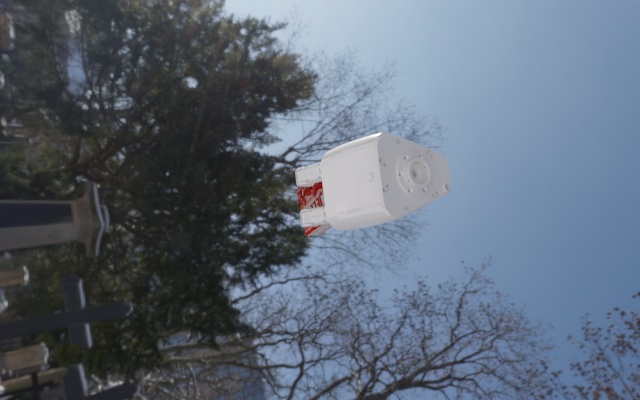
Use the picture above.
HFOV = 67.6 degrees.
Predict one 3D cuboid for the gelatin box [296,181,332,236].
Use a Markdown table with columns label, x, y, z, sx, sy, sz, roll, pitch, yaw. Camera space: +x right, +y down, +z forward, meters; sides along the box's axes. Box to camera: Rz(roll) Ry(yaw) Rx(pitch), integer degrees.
| label | x | y | z | sx | sy | sz | roll | pitch | yaw |
| --- | --- | --- | --- | --- | --- | --- | --- | --- | --- |
| gelatin box | 0.000 | 0.002 | 0.671 | 0.030 | 0.073 | 0.089 | -4 | -19 | -27 |
